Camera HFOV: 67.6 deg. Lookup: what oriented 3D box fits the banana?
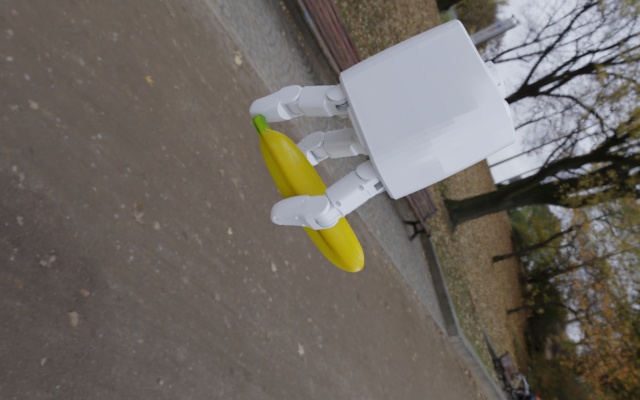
[{"bbox_3d":[-0.001,0.008,0.452,0.037,0.198,0.069,-26,25,12],"label":"banana"}]
